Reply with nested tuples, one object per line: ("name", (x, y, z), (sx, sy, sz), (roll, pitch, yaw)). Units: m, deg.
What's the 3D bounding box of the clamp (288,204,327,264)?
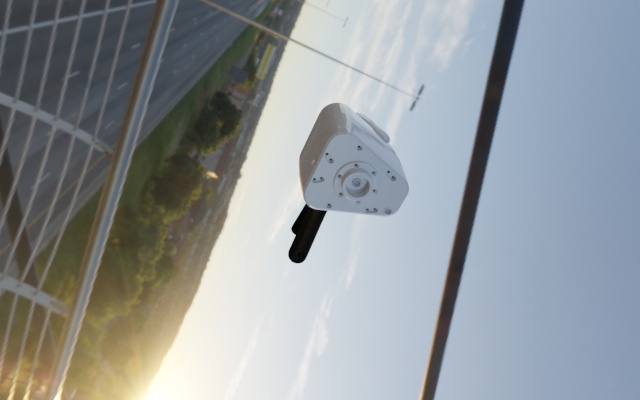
("clamp", (0.001, 0.002, 0.636), (0.039, 0.171, 0.120), (22, 22, -12))
